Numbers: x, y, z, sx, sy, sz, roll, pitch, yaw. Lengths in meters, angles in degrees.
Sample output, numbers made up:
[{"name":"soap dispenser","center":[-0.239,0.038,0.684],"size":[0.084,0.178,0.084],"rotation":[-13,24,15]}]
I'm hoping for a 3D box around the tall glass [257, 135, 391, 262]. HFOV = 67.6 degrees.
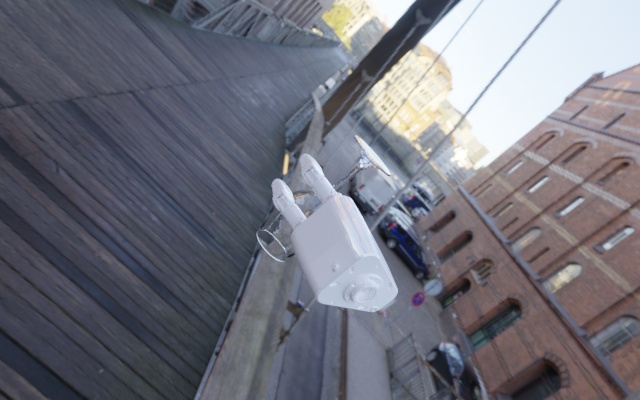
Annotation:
[{"name":"tall glass","center":[0.001,0.002,0.680],"size":[0.201,0.079,0.079],"rotation":[-41,-12,14]}]
